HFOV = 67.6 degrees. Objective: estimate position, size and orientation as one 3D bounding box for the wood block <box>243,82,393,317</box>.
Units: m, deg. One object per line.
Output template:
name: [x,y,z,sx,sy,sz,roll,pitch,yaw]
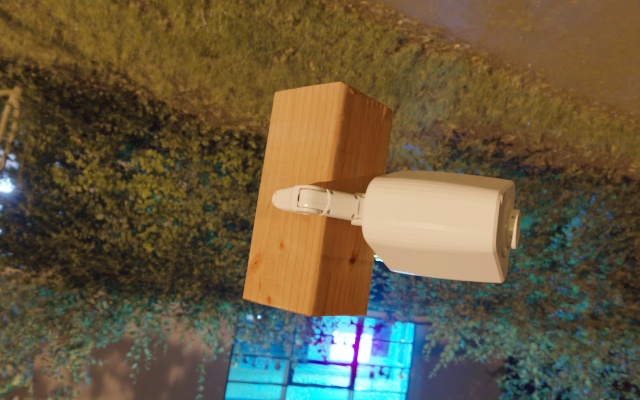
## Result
wood block: [0.000,0.002,0.469,0.090,0.206,0.091,3,-8,41]
